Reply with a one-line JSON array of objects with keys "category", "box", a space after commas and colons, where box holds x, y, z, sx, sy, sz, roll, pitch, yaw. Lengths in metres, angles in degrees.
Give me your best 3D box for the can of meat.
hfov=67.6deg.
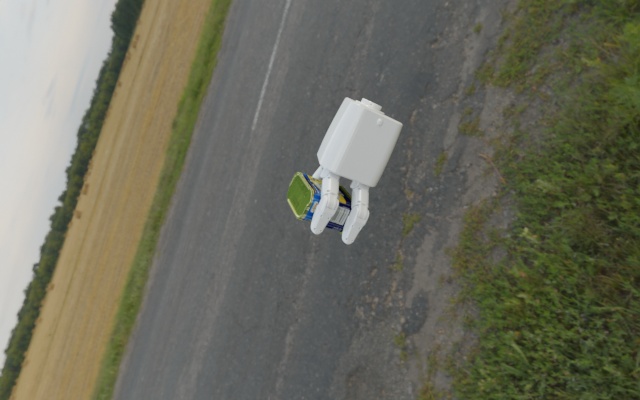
[{"category": "can of meat", "box": [0.000, 0.002, 0.758, 0.084, 0.057, 0.102, 19, 18, -26]}]
